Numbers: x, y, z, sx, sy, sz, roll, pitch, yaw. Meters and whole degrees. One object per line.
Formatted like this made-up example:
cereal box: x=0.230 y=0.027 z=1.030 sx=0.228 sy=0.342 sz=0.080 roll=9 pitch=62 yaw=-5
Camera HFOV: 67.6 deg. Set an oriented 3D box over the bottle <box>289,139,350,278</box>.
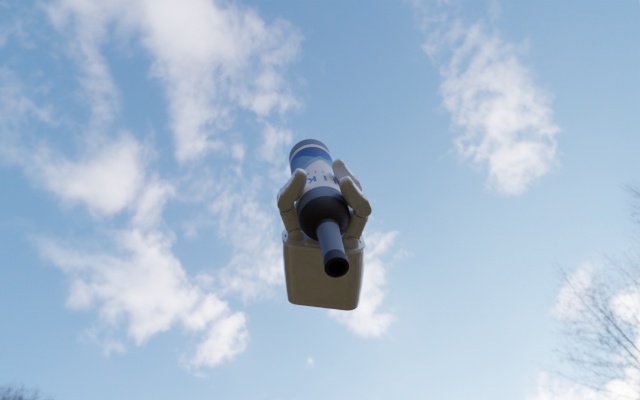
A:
bottle: x=0.000 y=0.002 z=0.638 sx=0.069 sy=0.069 sz=0.295 roll=0 pitch=29 yaw=-8
